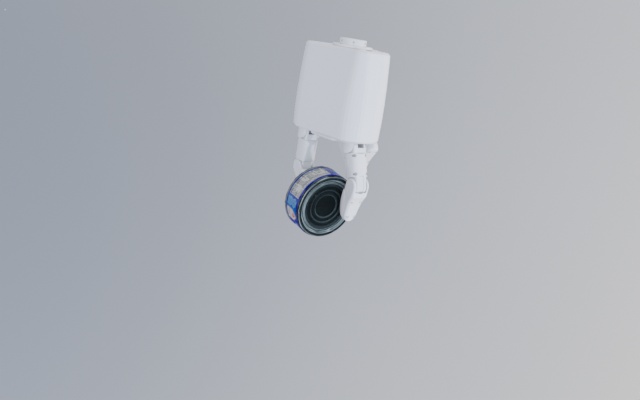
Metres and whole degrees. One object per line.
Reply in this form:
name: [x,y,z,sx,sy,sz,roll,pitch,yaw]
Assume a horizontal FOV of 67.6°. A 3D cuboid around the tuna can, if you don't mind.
tuna can: [0.000,0.002,0.607,0.086,0.086,0.033,0,24,-34]
